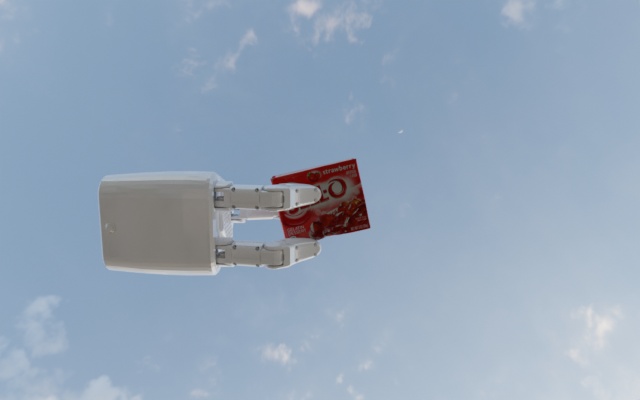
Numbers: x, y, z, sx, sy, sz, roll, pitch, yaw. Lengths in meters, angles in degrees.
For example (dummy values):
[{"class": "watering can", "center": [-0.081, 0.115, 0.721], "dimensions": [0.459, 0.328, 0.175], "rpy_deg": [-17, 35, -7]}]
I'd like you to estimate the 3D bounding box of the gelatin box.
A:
[{"class": "gelatin box", "center": [0.000, 0.001, 0.487], "dimensions": [0.089, 0.073, 0.030], "rpy_deg": [-13, 7, -2]}]
